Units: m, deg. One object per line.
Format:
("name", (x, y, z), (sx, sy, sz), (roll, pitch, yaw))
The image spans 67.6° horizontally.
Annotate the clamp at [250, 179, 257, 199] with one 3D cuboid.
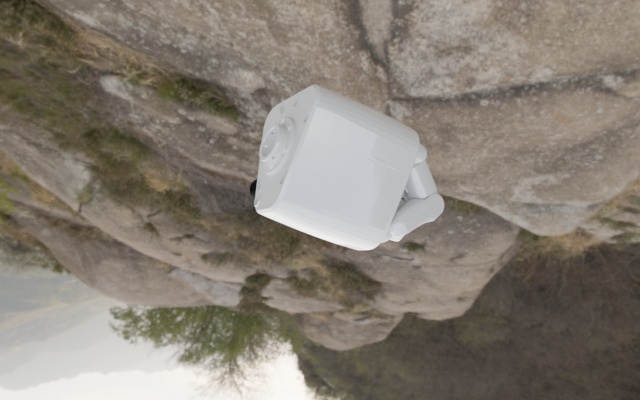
("clamp", (0.000, 0.002, 0.523), (0.120, 0.039, 0.171), (23, -21, -29))
